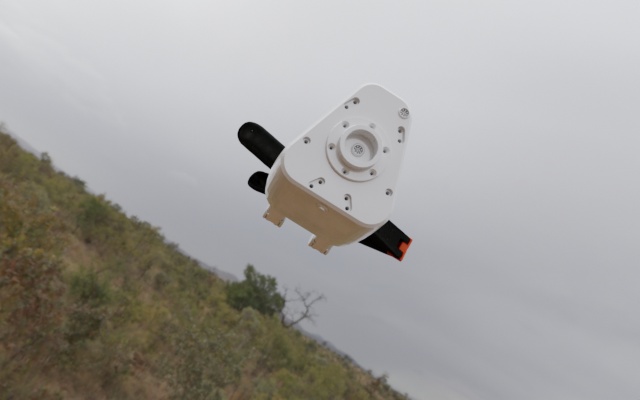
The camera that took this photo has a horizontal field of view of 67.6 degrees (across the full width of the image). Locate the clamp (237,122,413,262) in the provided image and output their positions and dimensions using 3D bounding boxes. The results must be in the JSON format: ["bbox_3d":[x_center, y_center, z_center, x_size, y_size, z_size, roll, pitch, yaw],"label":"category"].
[{"bbox_3d":[0.001,0.001,0.523,0.210,0.036,0.164,32,-14,-3],"label":"clamp"}]
